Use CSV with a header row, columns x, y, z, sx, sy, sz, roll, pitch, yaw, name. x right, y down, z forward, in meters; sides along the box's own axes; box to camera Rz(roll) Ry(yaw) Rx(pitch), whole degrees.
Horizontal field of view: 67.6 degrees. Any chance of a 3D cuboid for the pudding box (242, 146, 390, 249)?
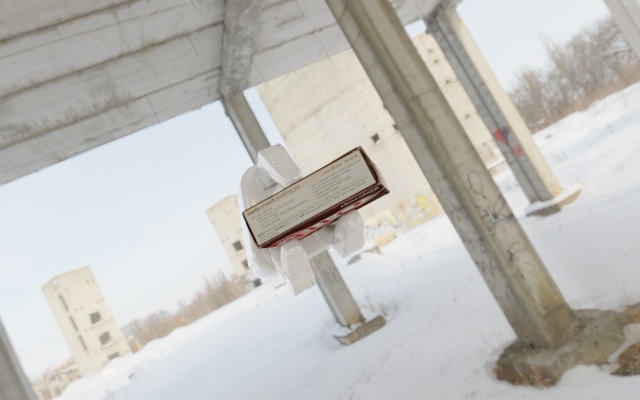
x,y,z,sx,sy,sz,roll,pitch,yaw,name
0.000,0.001,0.411,0.113,0.039,0.090,-31,-8,9,pudding box
